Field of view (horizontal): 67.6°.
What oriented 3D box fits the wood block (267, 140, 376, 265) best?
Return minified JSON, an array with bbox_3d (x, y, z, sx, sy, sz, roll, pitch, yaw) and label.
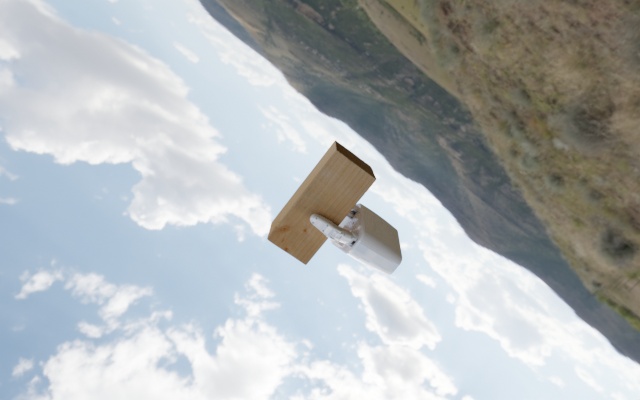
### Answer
[{"bbox_3d":[0.000,0.003,0.880,0.090,0.206,0.090,35,14,-12],"label":"wood block"}]
